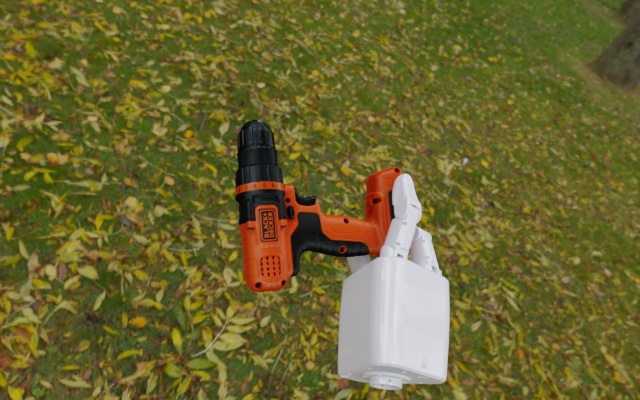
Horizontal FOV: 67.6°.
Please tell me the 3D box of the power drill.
[{"bbox_3d":[0.001,0.002,0.529,0.187,0.184,0.057,-2,-9,-18],"label":"power drill"}]
